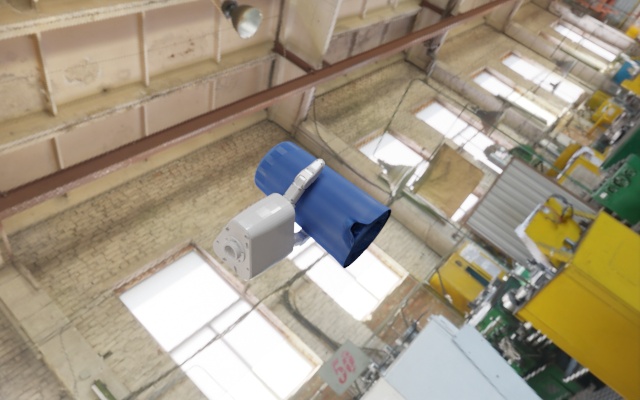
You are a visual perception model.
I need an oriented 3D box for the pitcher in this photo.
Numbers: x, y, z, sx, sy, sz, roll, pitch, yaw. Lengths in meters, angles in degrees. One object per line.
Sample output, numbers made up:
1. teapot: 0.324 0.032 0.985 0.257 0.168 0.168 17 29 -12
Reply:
1. pitcher: 0.000 0.003 0.884 0.242 0.149 0.145 39 45 17
